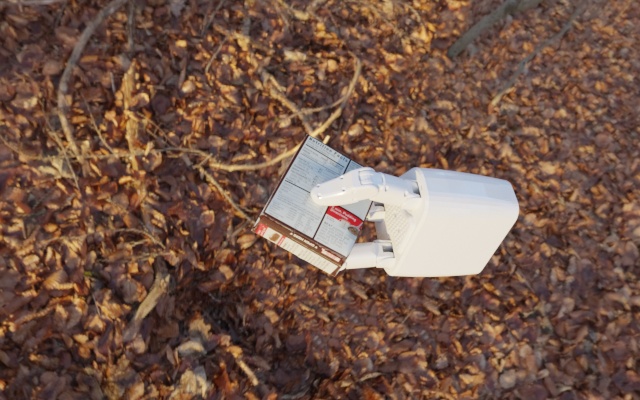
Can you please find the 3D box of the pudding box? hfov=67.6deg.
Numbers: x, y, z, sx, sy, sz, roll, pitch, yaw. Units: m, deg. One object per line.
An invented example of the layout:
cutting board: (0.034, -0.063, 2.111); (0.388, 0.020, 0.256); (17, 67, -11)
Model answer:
pudding box: (0.000, 0.001, 0.457); (0.090, 0.113, 0.039); (29, -38, -3)
